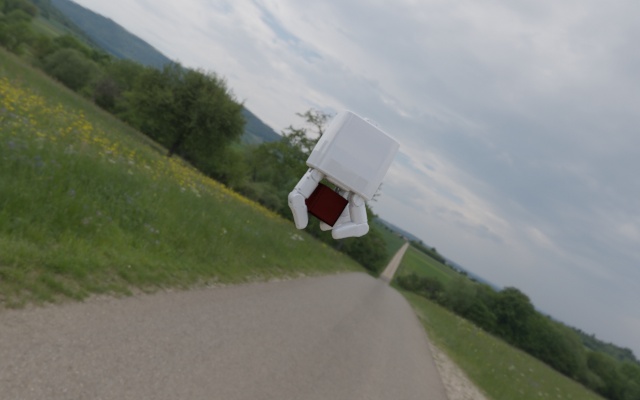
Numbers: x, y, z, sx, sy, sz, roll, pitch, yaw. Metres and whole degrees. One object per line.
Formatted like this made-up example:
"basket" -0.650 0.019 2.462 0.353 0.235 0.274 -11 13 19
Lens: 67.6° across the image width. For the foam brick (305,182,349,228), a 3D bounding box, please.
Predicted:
"foam brick" 0.000 0.003 0.787 0.053 0.051 0.078 33 -2 -26
